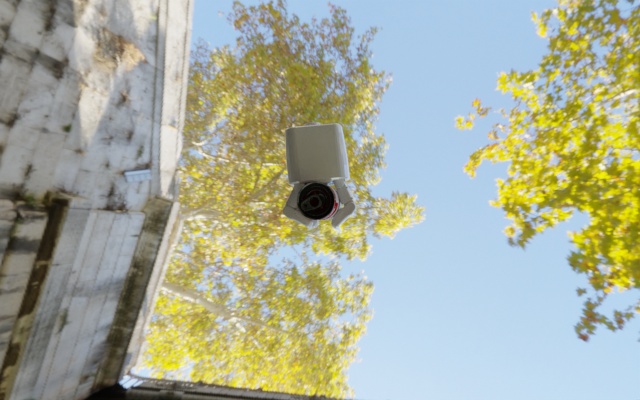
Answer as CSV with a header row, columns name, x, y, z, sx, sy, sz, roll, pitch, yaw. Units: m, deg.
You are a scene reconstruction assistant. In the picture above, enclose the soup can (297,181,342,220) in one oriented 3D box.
name,x,y,z,sx,sy,sz,roll,pitch,yaw
soup can,0.000,0.003,0.882,0.068,0.068,0.102,0,-3,10
